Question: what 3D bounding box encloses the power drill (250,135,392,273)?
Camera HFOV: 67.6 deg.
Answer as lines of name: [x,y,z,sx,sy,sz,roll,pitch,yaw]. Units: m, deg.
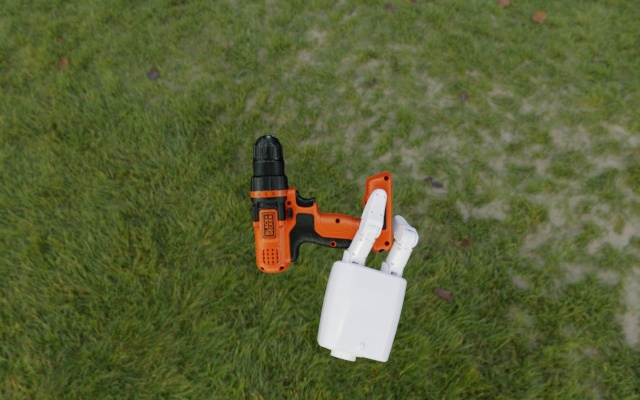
power drill: [0.001,0.002,0.636,0.187,0.184,0.057,-2,5,5]
